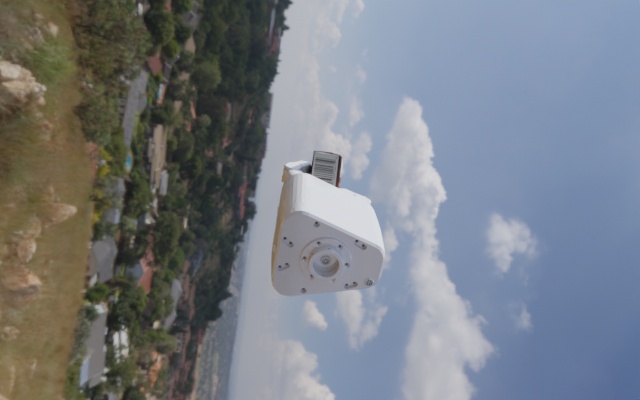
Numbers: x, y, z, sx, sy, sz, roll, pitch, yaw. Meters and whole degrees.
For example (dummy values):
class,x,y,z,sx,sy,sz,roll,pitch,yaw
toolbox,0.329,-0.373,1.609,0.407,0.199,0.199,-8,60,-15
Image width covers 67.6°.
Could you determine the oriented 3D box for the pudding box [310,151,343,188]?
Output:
class,x,y,z,sx,sy,sz,roll,pitch,yaw
pudding box,0.000,0.002,0.609,0.039,0.113,0.090,9,-8,-2
